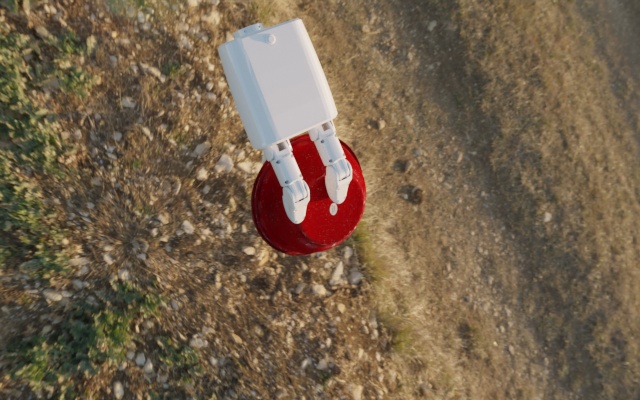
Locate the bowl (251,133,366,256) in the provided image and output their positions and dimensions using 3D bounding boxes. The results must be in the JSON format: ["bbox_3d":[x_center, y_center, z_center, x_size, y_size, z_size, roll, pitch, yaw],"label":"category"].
[{"bbox_3d":[0.001,0.003,0.582,0.162,0.162,0.055,0,17,-32],"label":"bowl"}]
